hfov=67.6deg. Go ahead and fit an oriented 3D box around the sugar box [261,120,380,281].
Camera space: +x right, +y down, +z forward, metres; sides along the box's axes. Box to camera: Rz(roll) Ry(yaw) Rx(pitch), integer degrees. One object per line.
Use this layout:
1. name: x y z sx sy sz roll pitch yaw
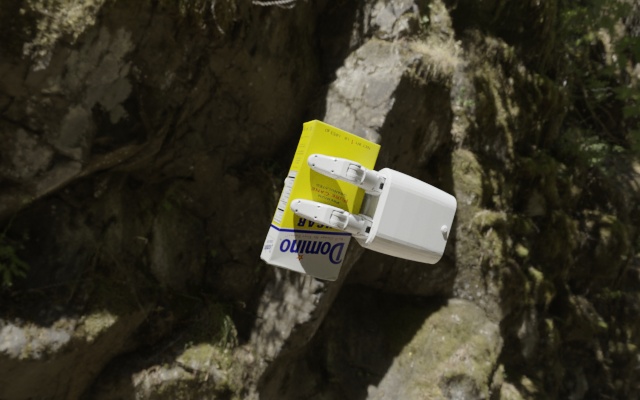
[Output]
1. sugar box: 0.000 0.002 0.579 0.093 0.176 0.048 18 -3 -21
